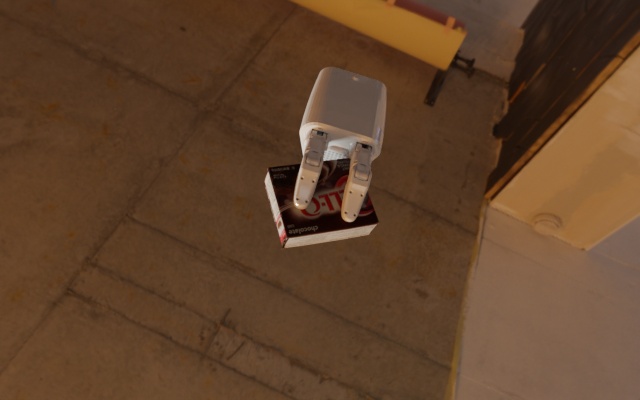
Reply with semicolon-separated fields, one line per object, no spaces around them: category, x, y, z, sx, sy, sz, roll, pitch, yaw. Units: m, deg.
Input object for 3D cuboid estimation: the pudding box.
pudding box;0.000;0.002;0.548;0.113;0.090;0.039;-9;-27;-18
